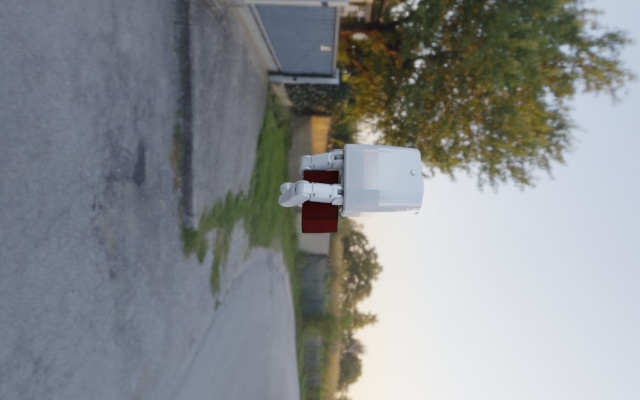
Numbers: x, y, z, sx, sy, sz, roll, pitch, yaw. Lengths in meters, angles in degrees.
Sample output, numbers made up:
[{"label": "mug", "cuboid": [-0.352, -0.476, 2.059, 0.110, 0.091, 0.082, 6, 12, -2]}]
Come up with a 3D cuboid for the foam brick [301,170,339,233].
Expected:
[{"label": "foam brick", "cuboid": [0.000, 0.003, 0.678, 0.051, 0.078, 0.053, 2, -24, 0]}]
